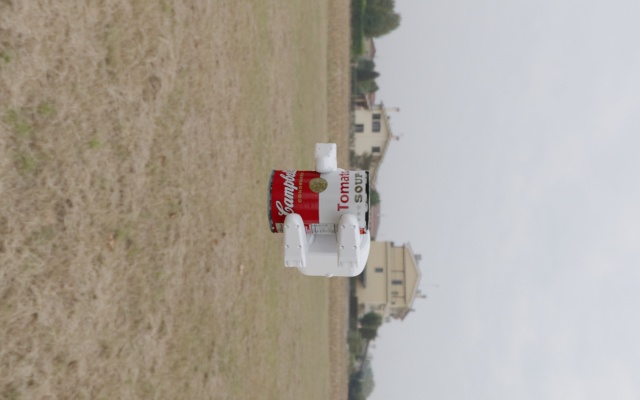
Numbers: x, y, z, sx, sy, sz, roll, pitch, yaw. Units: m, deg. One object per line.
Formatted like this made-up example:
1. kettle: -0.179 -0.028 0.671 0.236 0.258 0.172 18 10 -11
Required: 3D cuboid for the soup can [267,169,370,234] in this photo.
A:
1. soup can: 0.000 0.001 0.503 0.102 0.068 0.068 1 0 5
